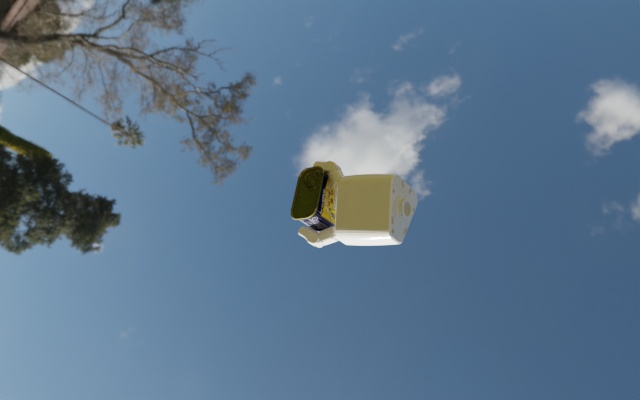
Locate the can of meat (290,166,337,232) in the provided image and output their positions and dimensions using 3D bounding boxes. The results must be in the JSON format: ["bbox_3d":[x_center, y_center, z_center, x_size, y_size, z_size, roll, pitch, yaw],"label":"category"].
[{"bbox_3d":[0.000,0.003,0.861,0.057,0.102,0.084,-8,-30,37],"label":"can of meat"}]
